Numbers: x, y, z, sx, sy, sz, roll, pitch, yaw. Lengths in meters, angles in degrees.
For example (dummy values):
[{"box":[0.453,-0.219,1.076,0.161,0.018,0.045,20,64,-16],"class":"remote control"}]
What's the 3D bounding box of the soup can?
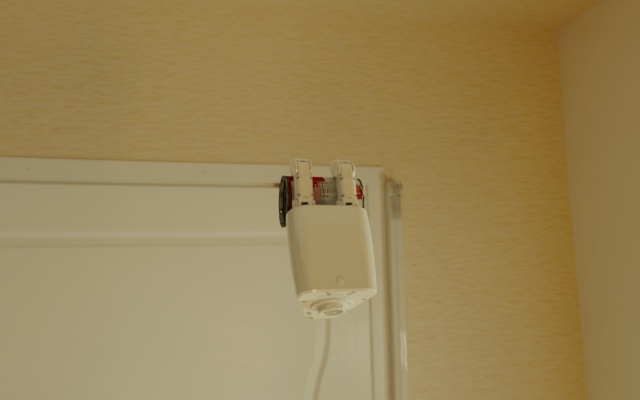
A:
[{"box":[0.000,0.002,0.627,0.102,0.068,0.068,1,0,-13],"class":"soup can"}]
